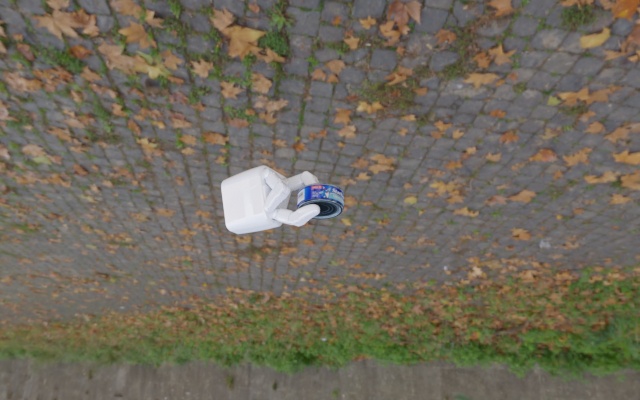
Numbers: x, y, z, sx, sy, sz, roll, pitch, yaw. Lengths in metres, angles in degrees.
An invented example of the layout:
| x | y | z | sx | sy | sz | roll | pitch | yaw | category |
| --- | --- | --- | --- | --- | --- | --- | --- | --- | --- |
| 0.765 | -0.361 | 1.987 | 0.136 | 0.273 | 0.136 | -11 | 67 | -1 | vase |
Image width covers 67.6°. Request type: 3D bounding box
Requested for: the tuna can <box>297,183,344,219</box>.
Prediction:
| x | y | z | sx | sy | sz | roll | pitch | yaw | category |
| --- | --- | --- | --- | --- | --- | --- | --- | --- | --- |
| 0.000 | 0.003 | 0.869 | 0.086 | 0.033 | 0.086 | 0 | -27 | 0 | tuna can |
